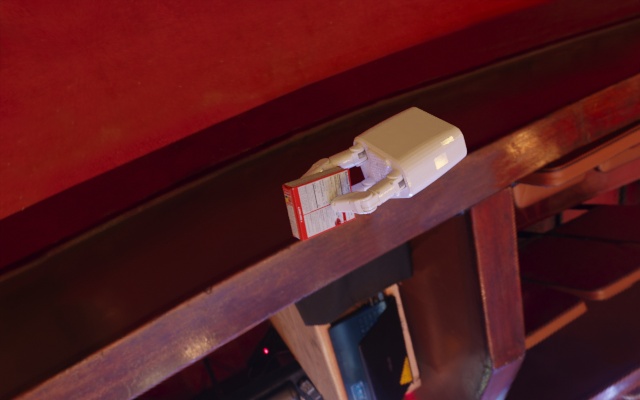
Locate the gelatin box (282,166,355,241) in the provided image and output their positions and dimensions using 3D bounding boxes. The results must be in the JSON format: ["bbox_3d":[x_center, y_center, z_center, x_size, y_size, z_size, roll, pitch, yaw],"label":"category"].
[{"bbox_3d":[0.000,0.002,0.622,0.089,0.073,0.030,-22,23,-28],"label":"gelatin box"}]
